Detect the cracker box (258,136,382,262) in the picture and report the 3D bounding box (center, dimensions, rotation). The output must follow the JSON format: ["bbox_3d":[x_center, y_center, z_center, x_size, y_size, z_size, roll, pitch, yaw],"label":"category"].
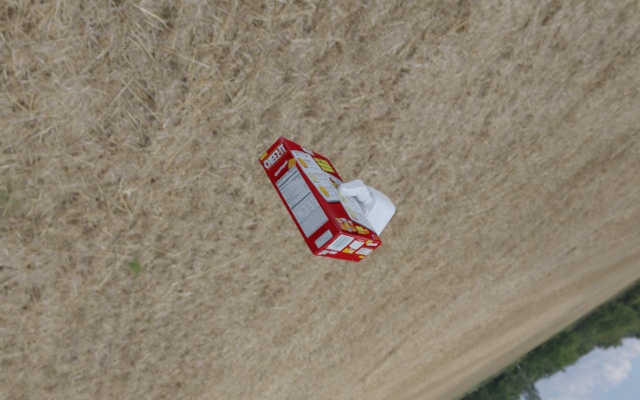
[{"bbox_3d":[0.000,0.003,0.851,0.072,0.213,0.164,-41,-28,18],"label":"cracker box"}]
